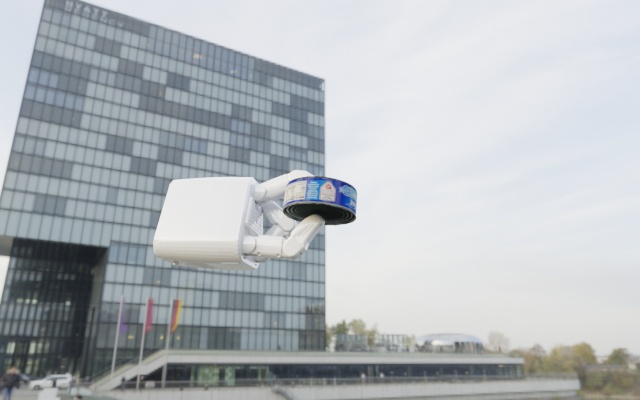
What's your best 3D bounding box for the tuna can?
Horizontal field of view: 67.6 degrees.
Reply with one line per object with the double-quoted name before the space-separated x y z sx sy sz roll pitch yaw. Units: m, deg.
"tuna can" 0.000 0.001 0.556 0.086 0.033 0.086 5 -18 2
